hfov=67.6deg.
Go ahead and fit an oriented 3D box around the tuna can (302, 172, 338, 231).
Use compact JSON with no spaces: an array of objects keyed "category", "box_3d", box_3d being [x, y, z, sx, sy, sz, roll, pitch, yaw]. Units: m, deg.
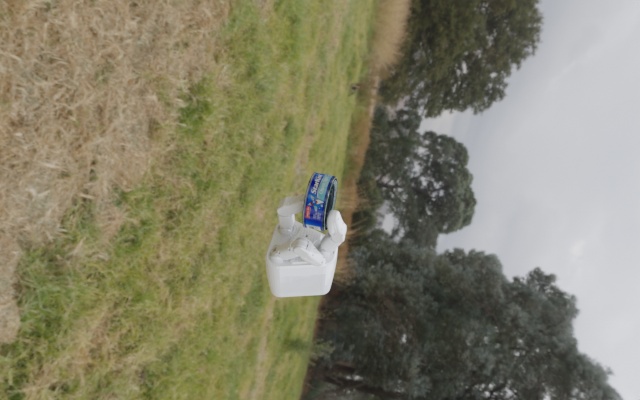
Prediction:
[{"category":"tuna can","box_3d":[0.001,0.002,0.717,0.034,0.086,0.086,11,2,10]}]
